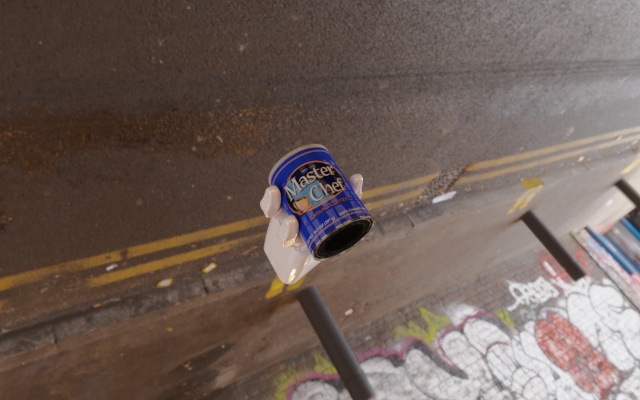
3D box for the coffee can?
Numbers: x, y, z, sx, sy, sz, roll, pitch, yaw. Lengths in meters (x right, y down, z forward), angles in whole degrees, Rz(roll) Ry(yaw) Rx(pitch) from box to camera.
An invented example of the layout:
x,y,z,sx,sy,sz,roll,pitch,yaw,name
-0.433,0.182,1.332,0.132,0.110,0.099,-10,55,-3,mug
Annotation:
x,y,z,sx,sy,sz,roll,pitch,yaw,name
0.000,0.002,0.700,0.103,0.140,0.103,-26,-26,-14,coffee can
